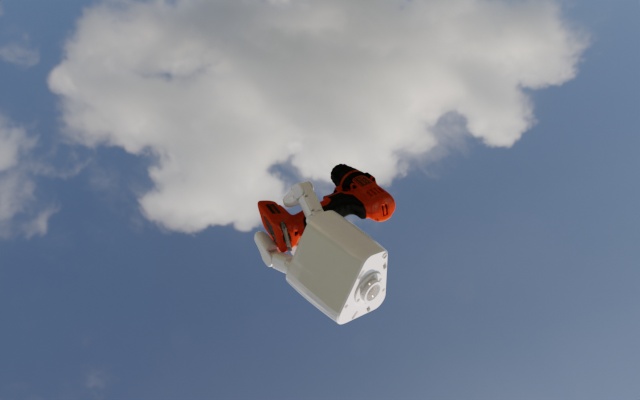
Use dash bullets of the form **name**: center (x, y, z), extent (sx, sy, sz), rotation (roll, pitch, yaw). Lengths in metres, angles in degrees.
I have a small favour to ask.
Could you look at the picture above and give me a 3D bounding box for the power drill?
- **power drill**: center (0.000, 0.003, 0.753), extent (0.187, 0.057, 0.184), rotation (-21, 26, -13)
